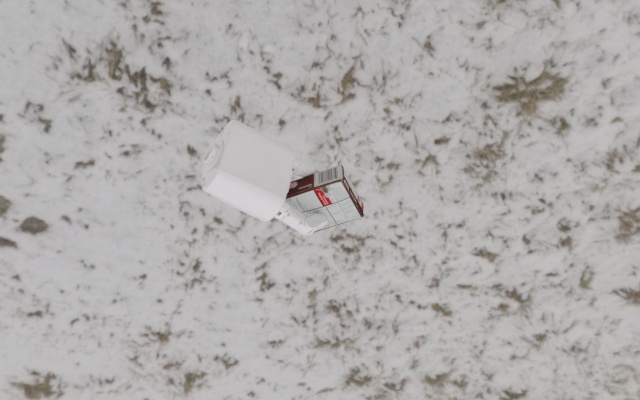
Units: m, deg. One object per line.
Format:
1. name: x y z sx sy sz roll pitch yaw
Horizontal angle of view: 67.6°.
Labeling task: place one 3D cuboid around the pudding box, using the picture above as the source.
1. pudding box: 0.000 0.003 0.746 0.113 0.039 0.090 -17 -48 18
